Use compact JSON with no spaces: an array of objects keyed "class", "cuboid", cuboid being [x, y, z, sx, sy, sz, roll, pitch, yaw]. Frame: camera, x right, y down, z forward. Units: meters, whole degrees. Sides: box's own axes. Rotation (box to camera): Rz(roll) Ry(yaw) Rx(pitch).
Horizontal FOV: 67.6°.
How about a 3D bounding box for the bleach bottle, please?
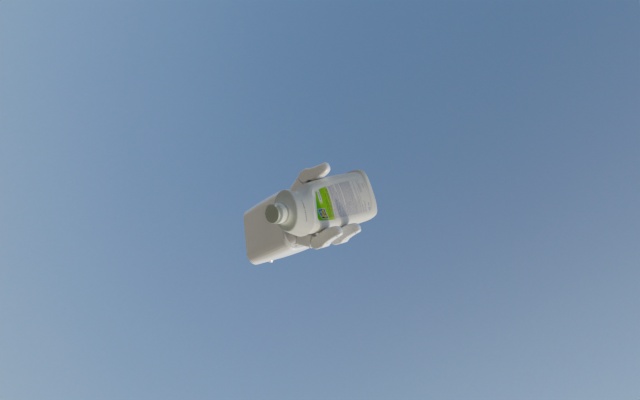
[{"class":"bleach bottle","cuboid":[0.000,0.003,0.810,0.068,0.102,0.251,-25,-11,36]}]
